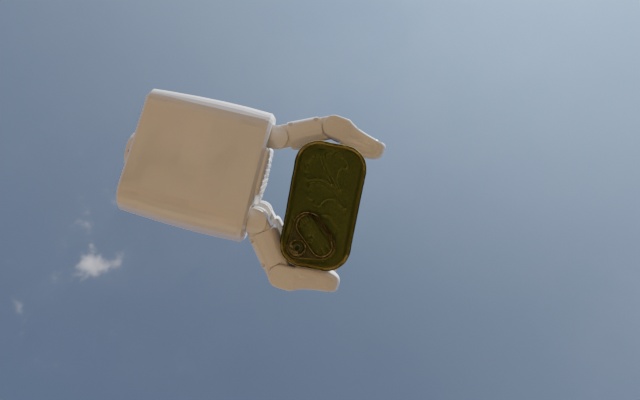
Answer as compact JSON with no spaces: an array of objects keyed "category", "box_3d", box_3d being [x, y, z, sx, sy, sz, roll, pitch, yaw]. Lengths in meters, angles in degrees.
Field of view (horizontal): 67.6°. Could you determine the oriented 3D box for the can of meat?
[{"category":"can of meat","box_3d":[0.000,0.001,0.418,0.057,0.102,0.084,10,5,-4]}]
